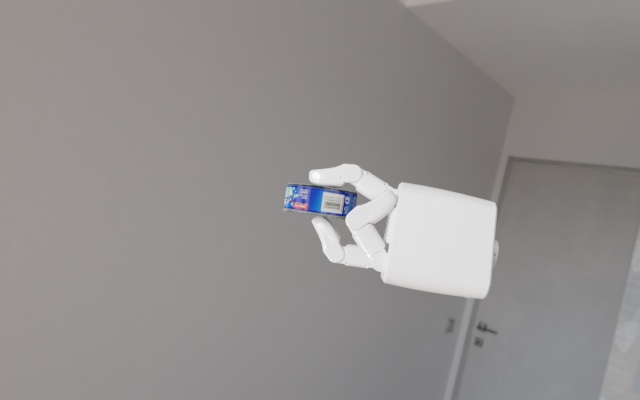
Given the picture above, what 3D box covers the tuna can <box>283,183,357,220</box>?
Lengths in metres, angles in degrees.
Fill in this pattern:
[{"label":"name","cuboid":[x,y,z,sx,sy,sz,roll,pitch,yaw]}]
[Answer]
[{"label":"tuna can","cuboid":[0.000,0.001,0.566,0.086,0.034,0.086,8,-2,0]}]
